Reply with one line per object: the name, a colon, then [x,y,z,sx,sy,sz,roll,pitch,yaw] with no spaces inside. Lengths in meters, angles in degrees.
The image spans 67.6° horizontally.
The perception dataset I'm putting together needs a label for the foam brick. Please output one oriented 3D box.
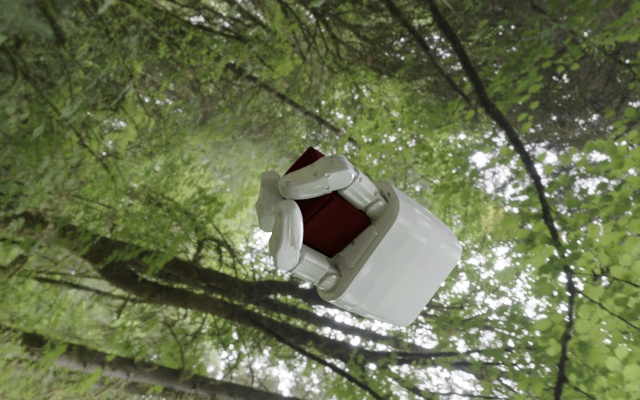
foam brick: [0.000,0.001,0.428,0.051,0.053,0.078,31,25,-34]
